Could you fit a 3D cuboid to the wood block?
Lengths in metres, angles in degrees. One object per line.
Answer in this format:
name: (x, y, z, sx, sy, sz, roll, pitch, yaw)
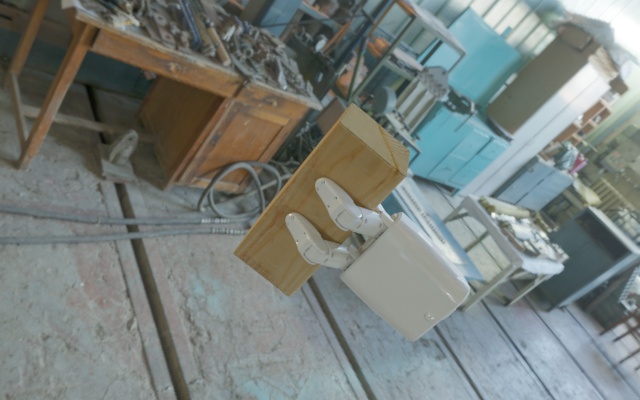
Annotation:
wood block: (0.001, 0.002, 0.555, 0.090, 0.206, 0.090, 39, 26, -5)
